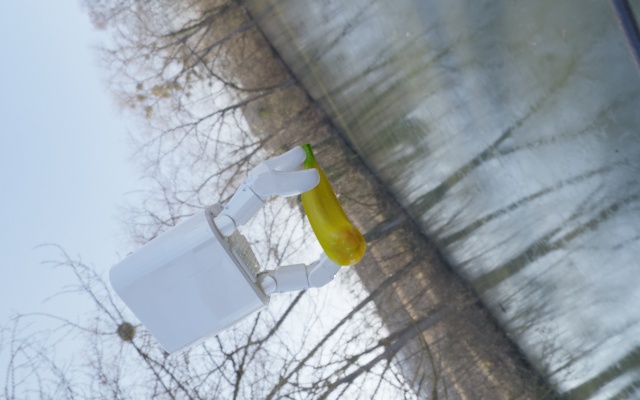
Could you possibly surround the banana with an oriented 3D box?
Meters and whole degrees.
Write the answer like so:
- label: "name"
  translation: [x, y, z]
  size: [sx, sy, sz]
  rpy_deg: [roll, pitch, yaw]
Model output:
- label: "banana"
  translation: [0.006, 0.014, 0.445]
  size: [0.037, 0.070, 0.197]
  rpy_deg: [-26, 31, -1]
